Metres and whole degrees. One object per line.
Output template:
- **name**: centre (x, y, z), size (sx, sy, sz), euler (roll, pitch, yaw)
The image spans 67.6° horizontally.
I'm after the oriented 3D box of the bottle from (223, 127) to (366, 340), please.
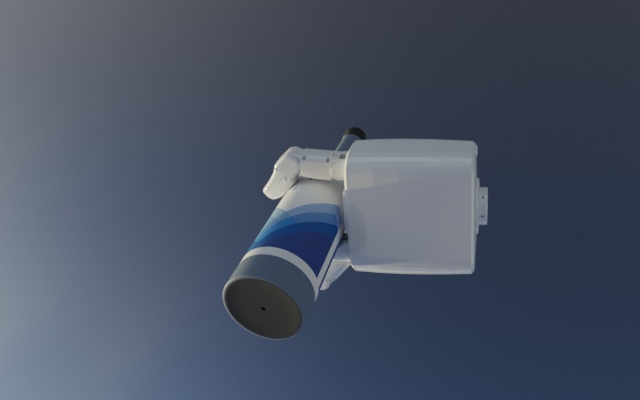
- **bottle**: centre (0.000, 0.002, 0.470), size (0.069, 0.069, 0.295), euler (0, 33, 20)
